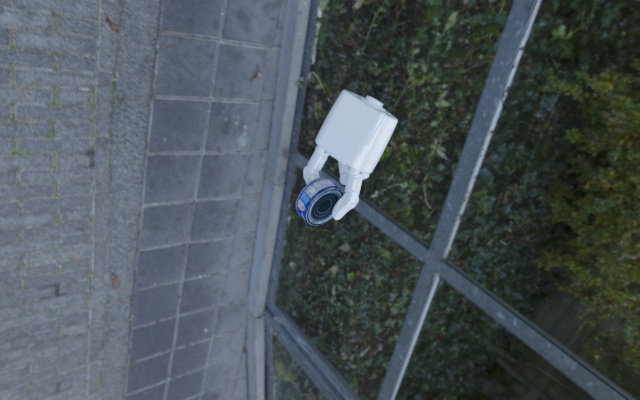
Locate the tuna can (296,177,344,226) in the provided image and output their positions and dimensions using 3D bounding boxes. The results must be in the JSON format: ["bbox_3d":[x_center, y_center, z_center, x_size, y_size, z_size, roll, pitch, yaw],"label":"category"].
[{"bbox_3d":[0.000,0.003,0.853,0.086,0.086,0.033,0,35,-43],"label":"tuna can"}]
